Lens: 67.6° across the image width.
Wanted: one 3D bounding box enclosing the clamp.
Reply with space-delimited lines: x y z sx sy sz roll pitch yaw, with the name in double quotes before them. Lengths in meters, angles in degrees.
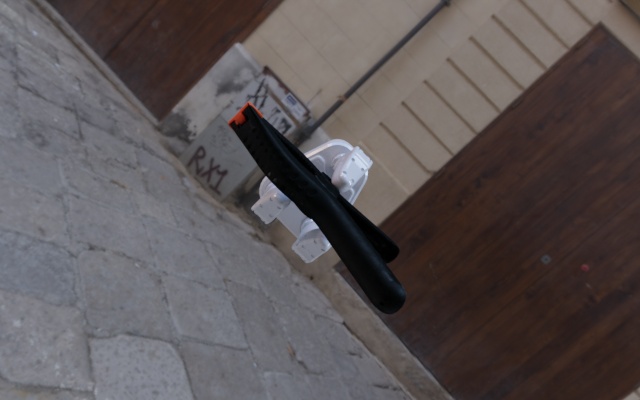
"clamp" 0.000 0.000 0.409 0.036 0.210 0.164 -43 7 9
